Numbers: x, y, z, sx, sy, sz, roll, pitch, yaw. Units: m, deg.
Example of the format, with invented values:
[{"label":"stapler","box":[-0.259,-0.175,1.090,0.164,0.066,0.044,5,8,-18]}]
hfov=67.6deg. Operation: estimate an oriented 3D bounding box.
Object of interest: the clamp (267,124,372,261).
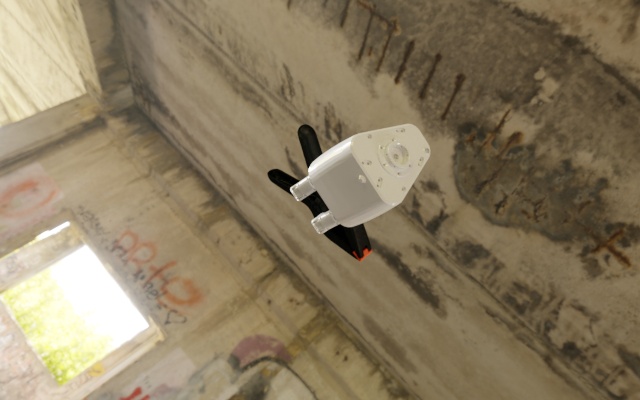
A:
[{"label":"clamp","box":[0.001,0.002,0.725,0.036,0.210,0.164,-35,3,-30]}]
